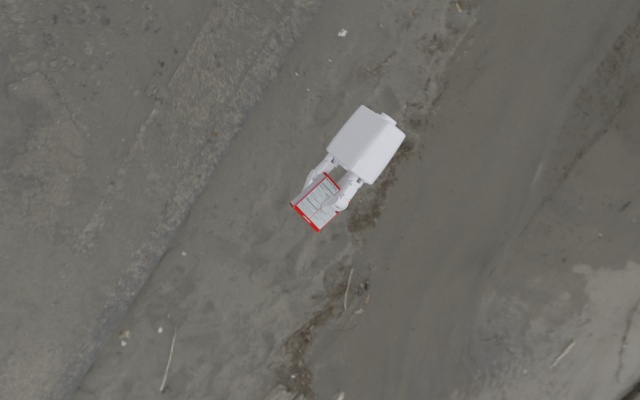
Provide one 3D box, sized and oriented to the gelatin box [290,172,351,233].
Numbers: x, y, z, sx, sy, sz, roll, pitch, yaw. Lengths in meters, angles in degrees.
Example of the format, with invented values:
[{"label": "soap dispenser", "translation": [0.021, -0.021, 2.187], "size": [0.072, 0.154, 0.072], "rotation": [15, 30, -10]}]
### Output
[{"label": "gelatin box", "translation": [0.000, 0.003, 0.884], "size": [0.073, 0.089, 0.030], "rotation": [47, -1, -26]}]
